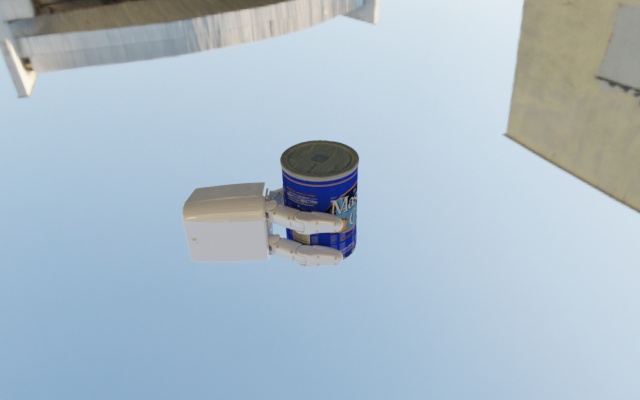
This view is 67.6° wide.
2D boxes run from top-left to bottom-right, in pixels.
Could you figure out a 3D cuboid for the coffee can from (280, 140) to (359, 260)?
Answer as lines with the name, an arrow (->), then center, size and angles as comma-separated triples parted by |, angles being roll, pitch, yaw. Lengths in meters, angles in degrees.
coffee can -> 0.000, 0.002, 0.655 | 0.103, 0.140, 0.102 | -1, 33, 1
